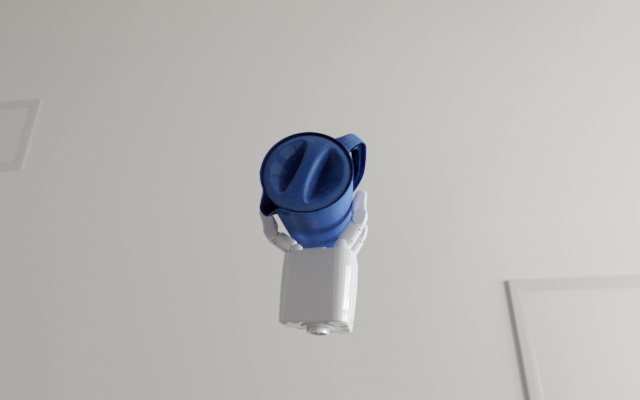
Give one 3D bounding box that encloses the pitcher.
[{"bbox_3d":[0.000,0.003,0.772,0.149,0.145,0.243,0,-26,7],"label":"pitcher"}]
